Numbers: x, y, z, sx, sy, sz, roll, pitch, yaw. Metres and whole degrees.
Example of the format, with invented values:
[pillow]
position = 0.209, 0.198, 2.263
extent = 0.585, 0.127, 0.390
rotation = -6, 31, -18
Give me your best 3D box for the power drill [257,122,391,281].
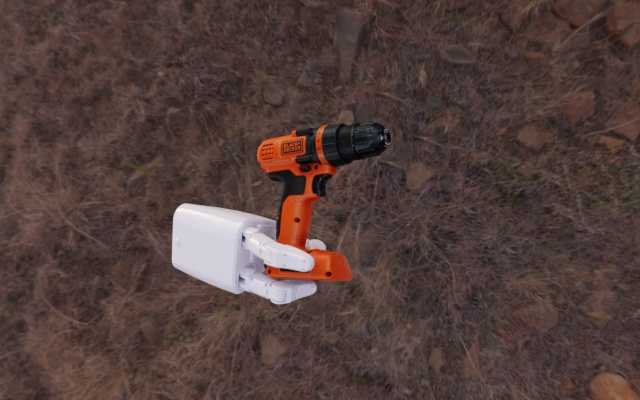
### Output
[power drill]
position = 0.000, 0.002, 0.578
extent = 0.184, 0.187, 0.057
rotation = -5, -12, 36
